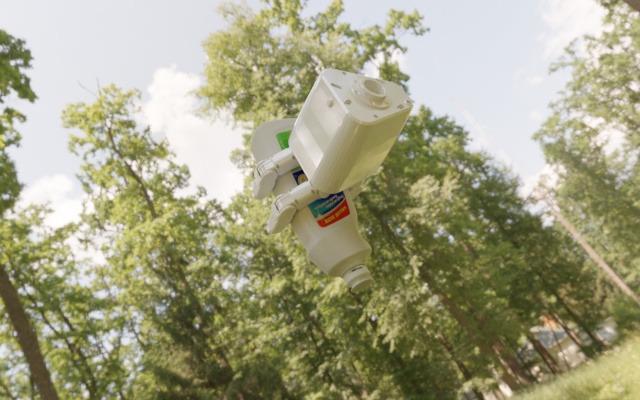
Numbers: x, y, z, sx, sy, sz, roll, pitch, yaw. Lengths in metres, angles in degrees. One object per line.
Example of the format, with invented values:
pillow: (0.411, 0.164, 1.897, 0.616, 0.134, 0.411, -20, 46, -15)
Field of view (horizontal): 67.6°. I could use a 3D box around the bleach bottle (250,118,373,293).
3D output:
bleach bottle: (0.000, 0.002, 0.612, 0.102, 0.250, 0.068, -9, -35, -33)
